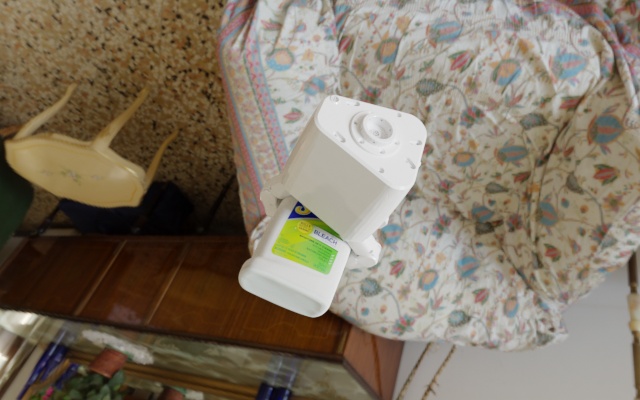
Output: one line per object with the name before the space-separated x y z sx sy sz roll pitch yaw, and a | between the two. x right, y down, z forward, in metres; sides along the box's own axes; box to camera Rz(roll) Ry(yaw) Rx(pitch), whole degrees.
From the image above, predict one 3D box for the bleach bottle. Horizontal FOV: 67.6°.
bleach bottle | 0.000 0.002 0.559 0.102 0.250 0.068 25 -34 -5
